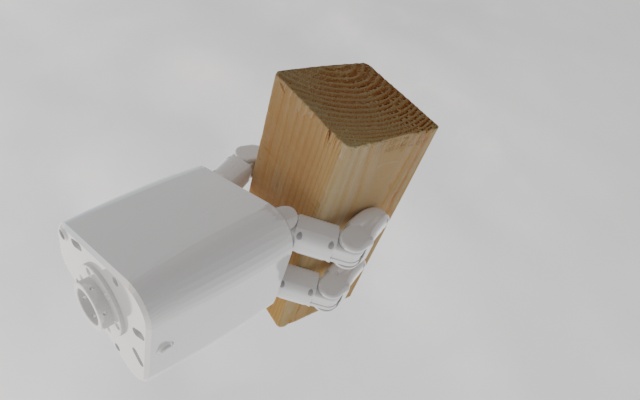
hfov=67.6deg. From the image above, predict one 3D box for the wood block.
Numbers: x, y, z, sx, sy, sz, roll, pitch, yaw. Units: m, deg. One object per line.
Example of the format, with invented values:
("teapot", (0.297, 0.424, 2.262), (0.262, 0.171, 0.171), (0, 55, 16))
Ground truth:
("wood block", (0.000, 0.001, 0.402), (0.090, 0.206, 0.090), (-17, 53, -35))
